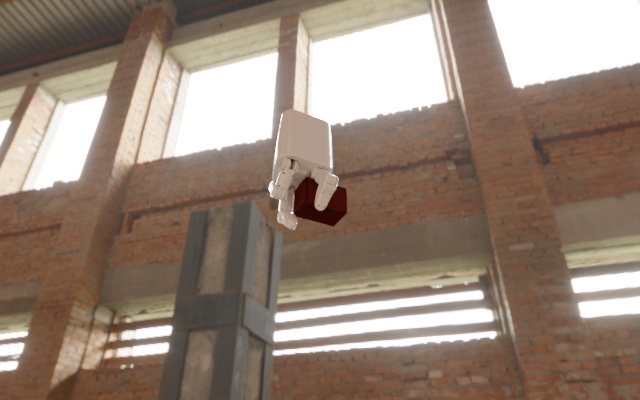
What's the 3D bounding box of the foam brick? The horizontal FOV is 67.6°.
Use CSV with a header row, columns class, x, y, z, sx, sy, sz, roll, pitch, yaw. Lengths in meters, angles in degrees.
class,x,y,z,sx,sy,sz,roll,pitch,yaw
foam brick,0.000,0.003,0.810,0.078,0.051,0.053,17,-37,-22
